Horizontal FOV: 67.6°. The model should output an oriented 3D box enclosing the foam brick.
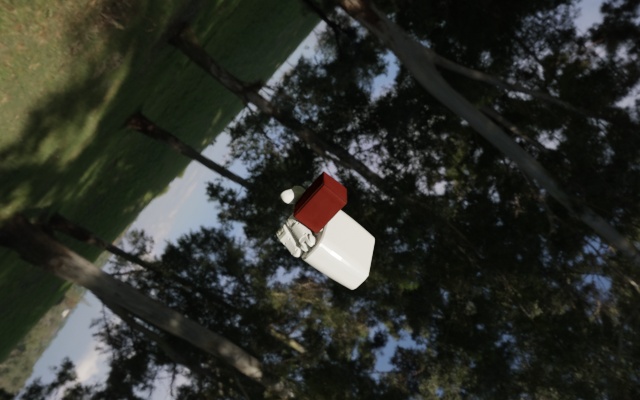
[{"bbox_3d":[0.000,0.002,0.775,0.051,0.078,0.053,37,23,-15],"label":"foam brick"}]
